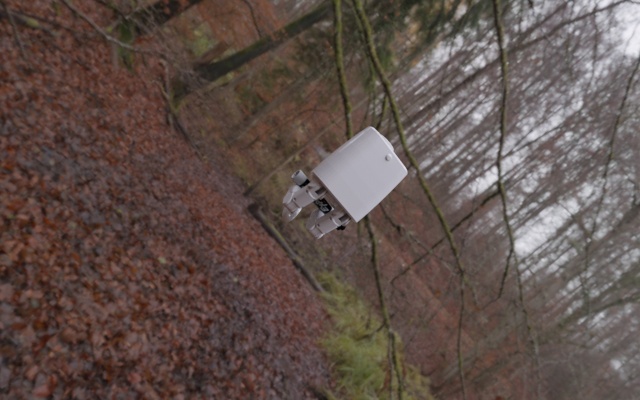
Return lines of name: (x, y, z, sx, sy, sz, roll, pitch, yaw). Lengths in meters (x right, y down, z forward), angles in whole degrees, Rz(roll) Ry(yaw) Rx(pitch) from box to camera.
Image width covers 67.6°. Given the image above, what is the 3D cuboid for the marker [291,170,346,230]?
marker: (0.000, 0.002, 0.731, 0.121, 0.020, 0.020, 49, -24, -23)
